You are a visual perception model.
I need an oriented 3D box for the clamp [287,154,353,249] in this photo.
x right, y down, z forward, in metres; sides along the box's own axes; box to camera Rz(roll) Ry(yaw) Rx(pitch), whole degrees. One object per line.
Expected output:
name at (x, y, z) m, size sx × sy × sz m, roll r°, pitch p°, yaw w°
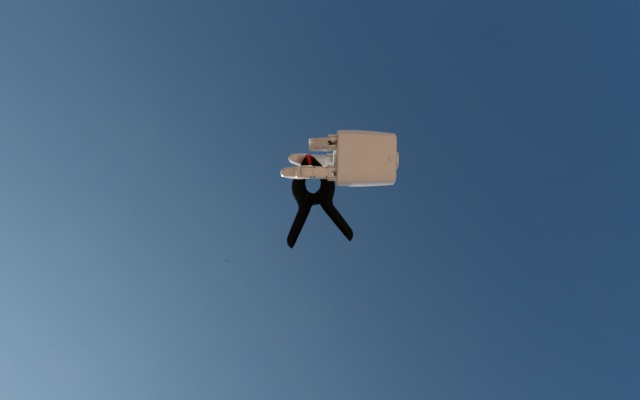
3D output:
clamp at (0.000, 0.003, 0.868) m, size 0.120 × 0.171 × 0.039 m, roll 1°, pitch 0°, yaw -2°
